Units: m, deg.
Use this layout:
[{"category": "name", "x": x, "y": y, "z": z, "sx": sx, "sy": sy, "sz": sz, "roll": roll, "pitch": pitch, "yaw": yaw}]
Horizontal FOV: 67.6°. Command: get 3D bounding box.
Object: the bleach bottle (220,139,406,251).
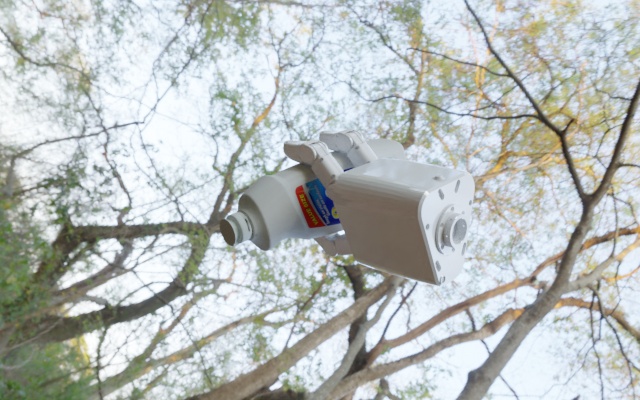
[{"category": "bleach bottle", "x": 0.000, "y": 0.002, "z": 0.549, "sx": 0.251, "sy": 0.103, "sz": 0.068, "roll": -23, "pitch": 24, "yaw": -38}]
